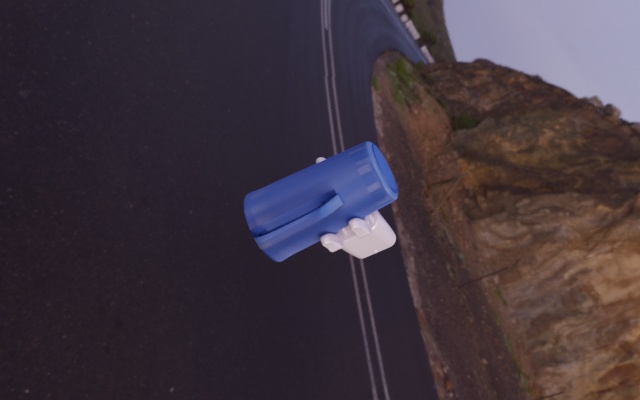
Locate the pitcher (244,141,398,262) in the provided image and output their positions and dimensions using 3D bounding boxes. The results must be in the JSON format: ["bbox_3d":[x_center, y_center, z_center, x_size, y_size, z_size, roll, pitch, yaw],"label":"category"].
[{"bbox_3d":[0.000,0.003,0.801,0.243,0.149,0.145,-26,-35,17],"label":"pitcher"}]
